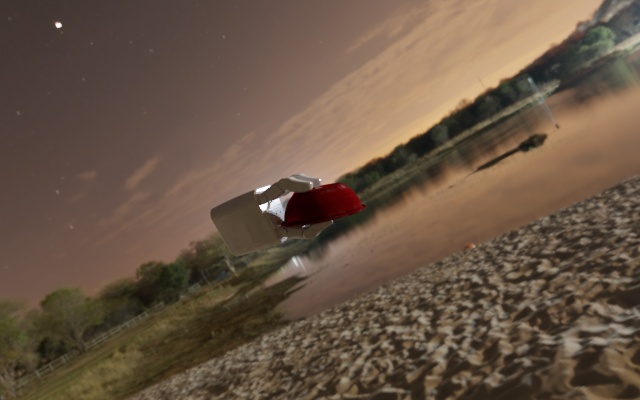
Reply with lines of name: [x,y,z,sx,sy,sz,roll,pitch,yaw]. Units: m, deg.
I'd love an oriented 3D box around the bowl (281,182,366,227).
bowl: [0.001,0.002,0.879,0.162,0.055,0.162,-12,6,1]
